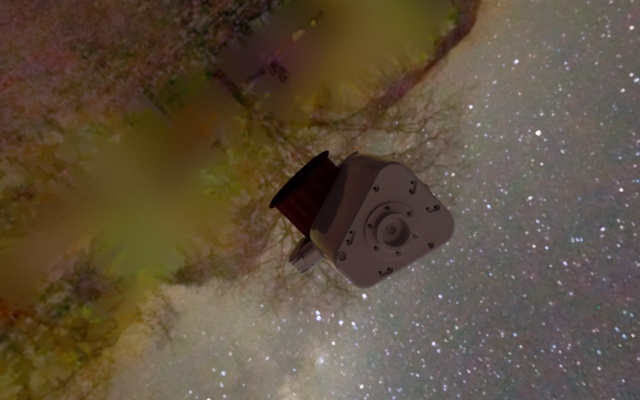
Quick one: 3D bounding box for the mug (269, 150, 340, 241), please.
[{"bbox_3d":[0.000,0.002,0.562,0.093,0.081,0.117,-44,12,-1],"label":"mug"}]
